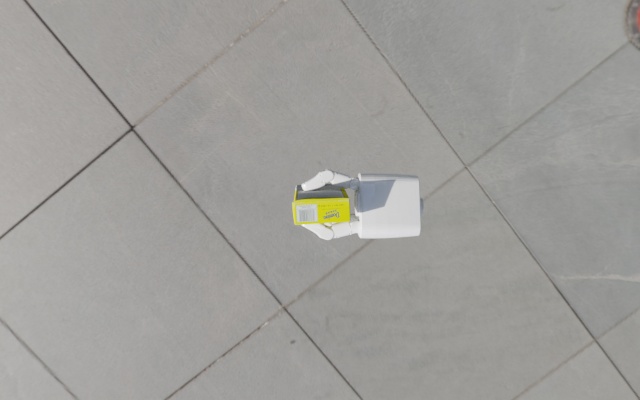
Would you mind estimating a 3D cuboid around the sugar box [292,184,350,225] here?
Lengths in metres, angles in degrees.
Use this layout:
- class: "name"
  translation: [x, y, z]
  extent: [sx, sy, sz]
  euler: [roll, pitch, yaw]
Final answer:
- class: "sugar box"
  translation: [0.000, 0.003, 0.848]
  extent: [0.093, 0.048, 0.176]
  euler: [-2, 8, 0]
